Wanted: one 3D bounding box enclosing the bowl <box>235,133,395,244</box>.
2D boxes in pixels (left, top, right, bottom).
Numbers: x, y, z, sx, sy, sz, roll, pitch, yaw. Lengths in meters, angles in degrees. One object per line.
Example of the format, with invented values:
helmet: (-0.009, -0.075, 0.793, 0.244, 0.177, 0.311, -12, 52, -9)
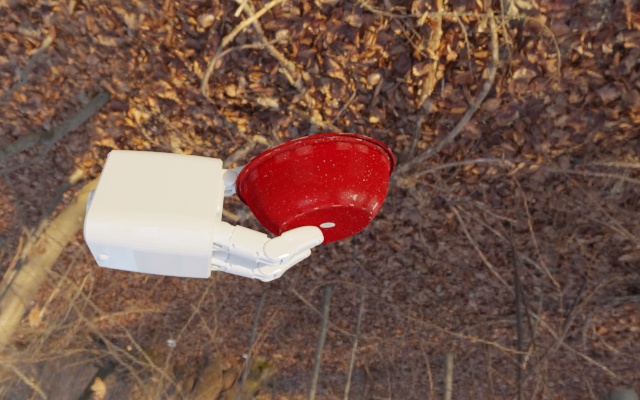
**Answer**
bowl: (0.001, 0.002, 0.469, 0.162, 0.055, 0.162, -10, -25, -5)
